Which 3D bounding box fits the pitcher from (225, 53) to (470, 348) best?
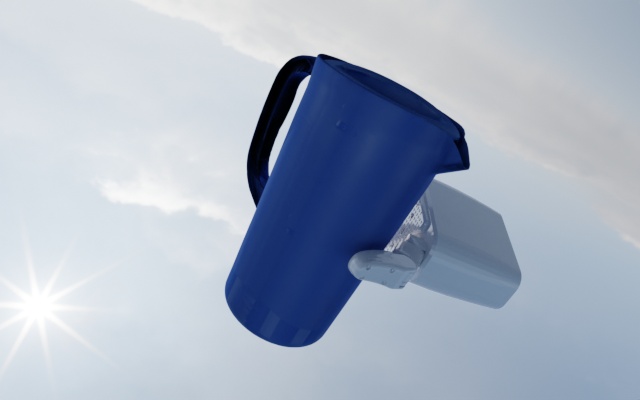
[{"bbox_3d":[0.000,0.001,0.425,0.145,0.243,0.149,21,22,-19],"label":"pitcher"}]
